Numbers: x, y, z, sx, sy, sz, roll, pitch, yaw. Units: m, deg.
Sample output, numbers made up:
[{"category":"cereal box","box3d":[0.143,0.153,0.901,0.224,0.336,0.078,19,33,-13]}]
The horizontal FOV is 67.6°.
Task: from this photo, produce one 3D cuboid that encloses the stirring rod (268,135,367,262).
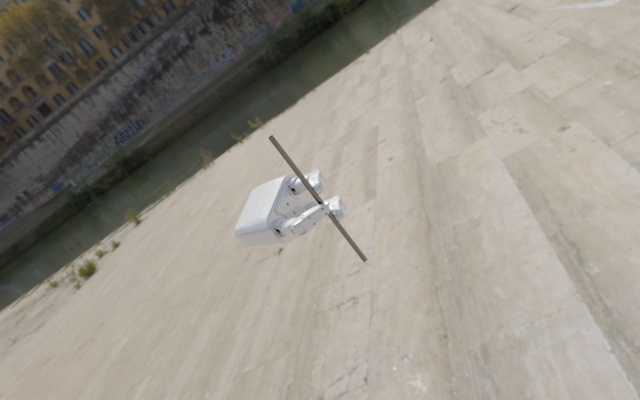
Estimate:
[{"category":"stirring rod","box3d":[0.000,0.002,0.696,0.011,0.239,0.011,-32,20,14]}]
